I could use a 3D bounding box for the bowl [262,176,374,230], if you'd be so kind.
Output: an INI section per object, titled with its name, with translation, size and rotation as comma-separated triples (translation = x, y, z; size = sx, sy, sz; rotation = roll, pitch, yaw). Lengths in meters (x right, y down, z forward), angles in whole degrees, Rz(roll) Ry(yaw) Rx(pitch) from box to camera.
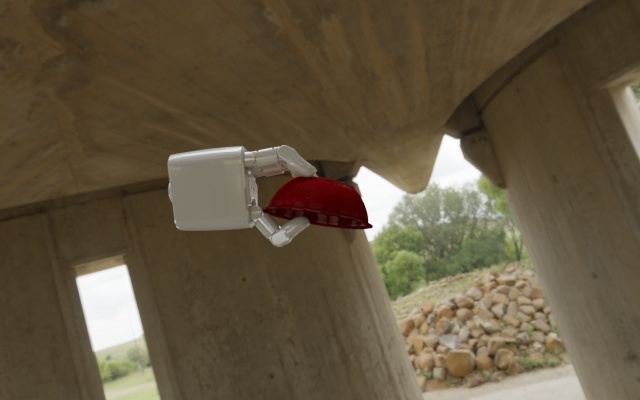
[bowl]
translation = 0.001, 0.002, 0.691
size = 0.162, 0.055, 0.162
rotation = 9, -9, 1
